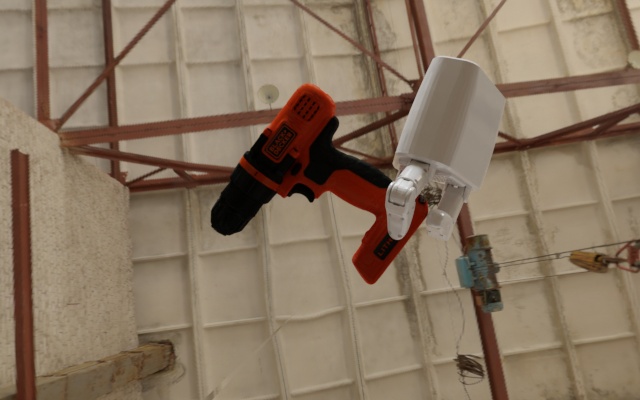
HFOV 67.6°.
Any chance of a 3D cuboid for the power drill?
[{"bbox_3d":[0.001,0.002,0.495,0.187,0.184,0.057,37,8,0],"label":"power drill"}]
